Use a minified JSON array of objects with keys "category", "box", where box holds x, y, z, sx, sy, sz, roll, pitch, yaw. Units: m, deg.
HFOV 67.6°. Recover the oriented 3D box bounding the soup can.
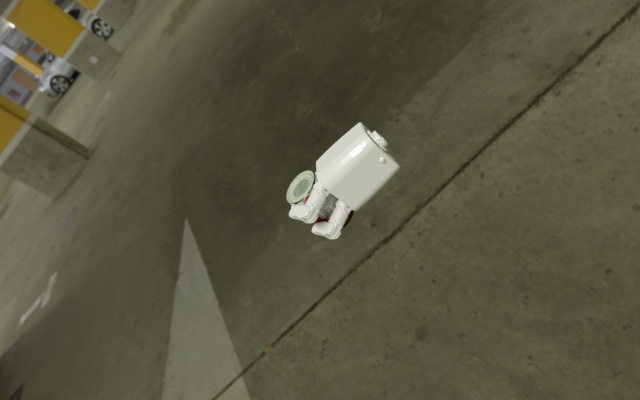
[{"category":"soup can","box":[0.000,0.003,0.823,0.102,0.068,0.068,37,-22,-32]}]
